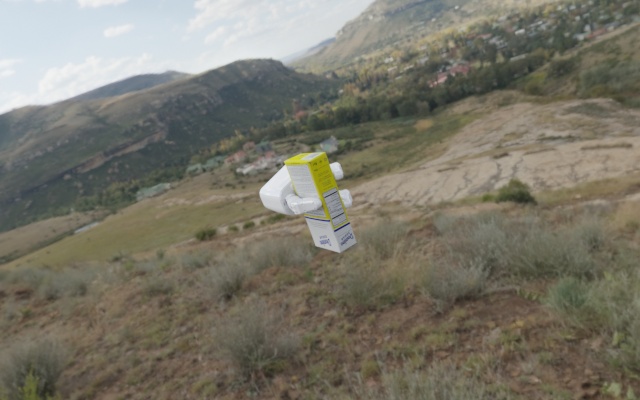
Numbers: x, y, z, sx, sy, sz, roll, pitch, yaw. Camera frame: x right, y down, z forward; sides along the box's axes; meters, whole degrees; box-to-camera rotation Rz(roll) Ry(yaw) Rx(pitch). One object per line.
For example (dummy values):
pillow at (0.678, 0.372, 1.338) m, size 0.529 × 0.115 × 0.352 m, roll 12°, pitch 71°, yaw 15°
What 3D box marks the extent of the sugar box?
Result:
sugar box at (0.000, 0.002, 0.863) m, size 0.048 × 0.176 × 0.093 m, roll -30°, pitch 18°, yaw -25°
